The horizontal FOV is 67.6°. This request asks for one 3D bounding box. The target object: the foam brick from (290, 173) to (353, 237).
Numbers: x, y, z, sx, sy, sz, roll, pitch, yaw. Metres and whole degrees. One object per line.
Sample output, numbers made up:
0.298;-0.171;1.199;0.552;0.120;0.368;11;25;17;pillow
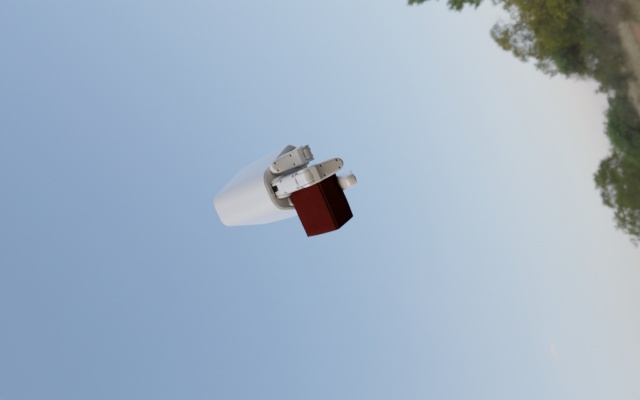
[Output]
0.000;0.002;0.645;0.051;0.078;0.053;-20;6;32;foam brick
